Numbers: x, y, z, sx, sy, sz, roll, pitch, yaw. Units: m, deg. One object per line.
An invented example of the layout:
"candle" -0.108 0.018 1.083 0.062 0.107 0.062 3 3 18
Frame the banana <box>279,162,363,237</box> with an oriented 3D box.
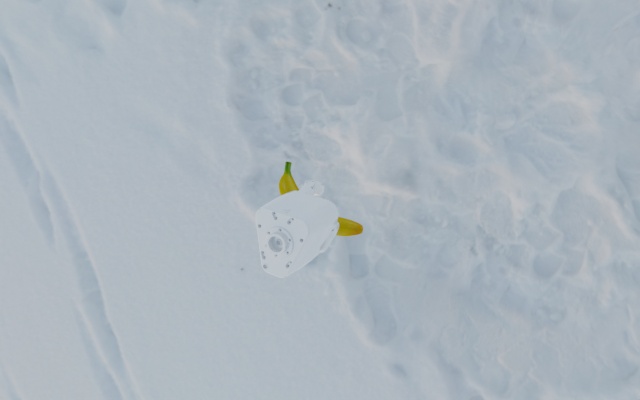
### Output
"banana" -0.012 0.014 0.891 0.198 0.070 0.037 41 25 10
